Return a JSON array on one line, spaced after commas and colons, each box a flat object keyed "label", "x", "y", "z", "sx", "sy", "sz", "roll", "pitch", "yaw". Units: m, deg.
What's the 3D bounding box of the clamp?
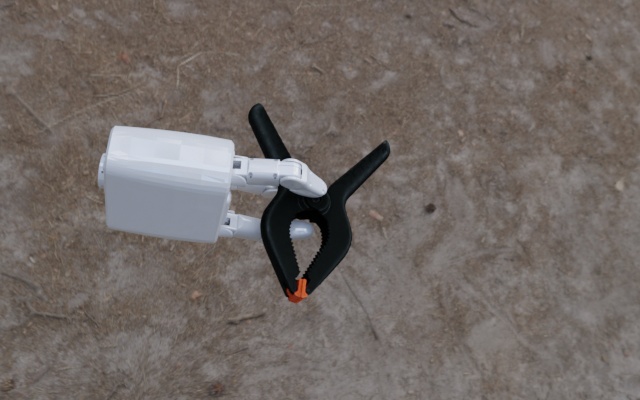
[{"label": "clamp", "x": 0.000, "y": 0.002, "z": 0.498, "sx": 0.164, "sy": 0.210, "sz": 0.036, "roll": 7, "pitch": -24, "yaw": -15}]
